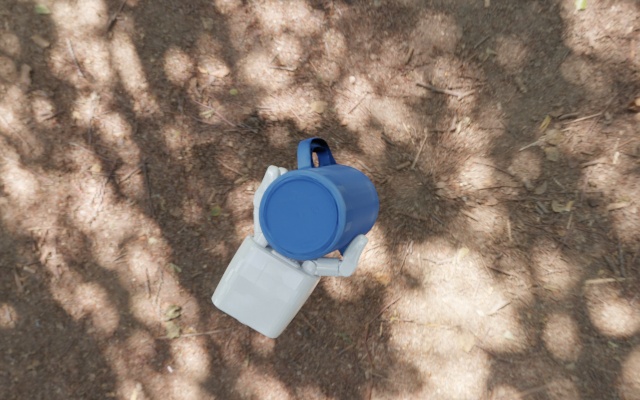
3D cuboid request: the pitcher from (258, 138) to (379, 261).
[{"bbox_3d":[0.000,0.002,0.666,0.149,0.145,0.243,34,9,9],"label":"pitcher"}]
